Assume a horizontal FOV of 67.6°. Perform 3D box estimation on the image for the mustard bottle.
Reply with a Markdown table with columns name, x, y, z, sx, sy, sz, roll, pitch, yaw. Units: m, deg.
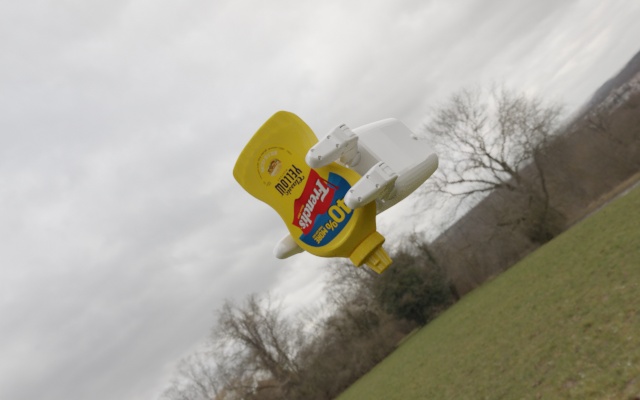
| name | x | y | z | sx | sy | sz | roll | pitch | yaw |
| --- | --- | --- | --- | --- | --- | --- | --- | --- | --- |
| mustard bottle | 0.000 | 0.002 | 0.496 | 0.191 | 0.096 | 0.058 | 45 | 17 | 14 |
